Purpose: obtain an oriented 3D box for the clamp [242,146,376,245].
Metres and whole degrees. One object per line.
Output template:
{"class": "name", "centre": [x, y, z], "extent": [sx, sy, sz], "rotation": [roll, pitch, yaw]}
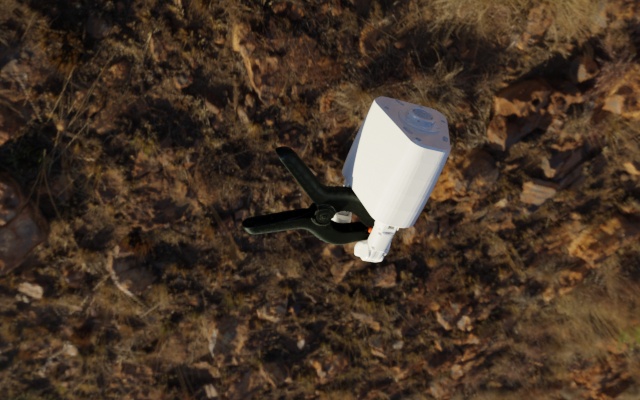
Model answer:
{"class": "clamp", "centre": [0.000, 0.002, 0.578], "extent": [0.171, 0.120, 0.039], "rotation": [10, 35, -16]}
